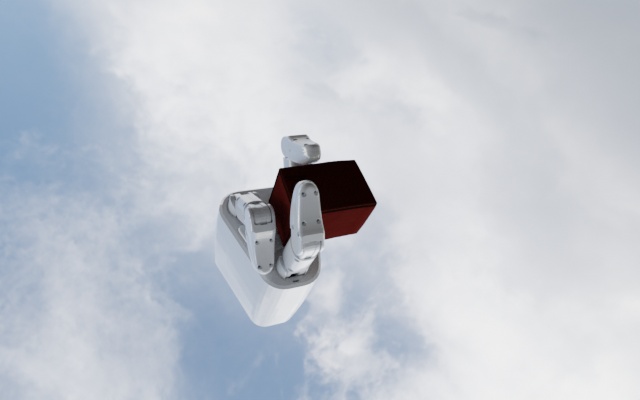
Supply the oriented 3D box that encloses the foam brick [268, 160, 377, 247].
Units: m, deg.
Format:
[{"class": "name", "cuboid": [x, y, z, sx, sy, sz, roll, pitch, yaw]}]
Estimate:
[{"class": "foam brick", "cuboid": [0.000, 0.001, 0.432, 0.078, 0.053, 0.051, -8, -32, -23]}]
